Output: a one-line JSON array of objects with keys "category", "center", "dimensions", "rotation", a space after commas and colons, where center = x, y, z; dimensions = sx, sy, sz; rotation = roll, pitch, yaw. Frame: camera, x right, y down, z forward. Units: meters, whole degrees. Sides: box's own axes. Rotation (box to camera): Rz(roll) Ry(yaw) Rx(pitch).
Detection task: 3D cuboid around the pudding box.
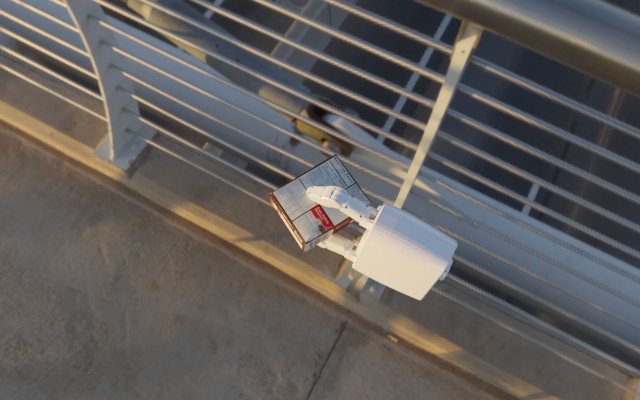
[{"category": "pudding box", "center": [0.000, 0.002, 0.657], "dimensions": [0.113, 0.090, 0.039], "rotation": [-31, -15, -15]}]
